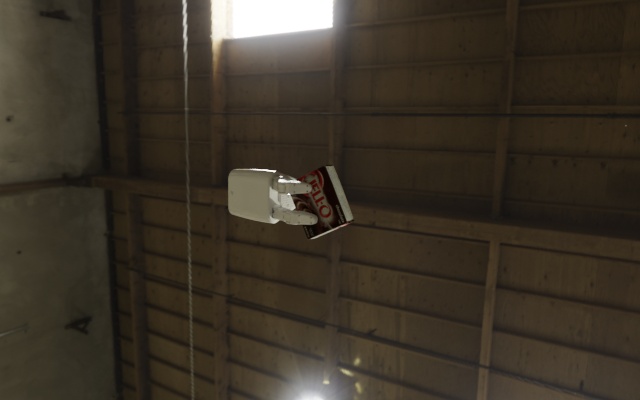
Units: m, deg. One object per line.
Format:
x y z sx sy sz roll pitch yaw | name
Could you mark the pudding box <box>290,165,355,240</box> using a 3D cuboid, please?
0.000 0.003 0.863 0.090 0.113 0.039 -25 -5 31 | pudding box
